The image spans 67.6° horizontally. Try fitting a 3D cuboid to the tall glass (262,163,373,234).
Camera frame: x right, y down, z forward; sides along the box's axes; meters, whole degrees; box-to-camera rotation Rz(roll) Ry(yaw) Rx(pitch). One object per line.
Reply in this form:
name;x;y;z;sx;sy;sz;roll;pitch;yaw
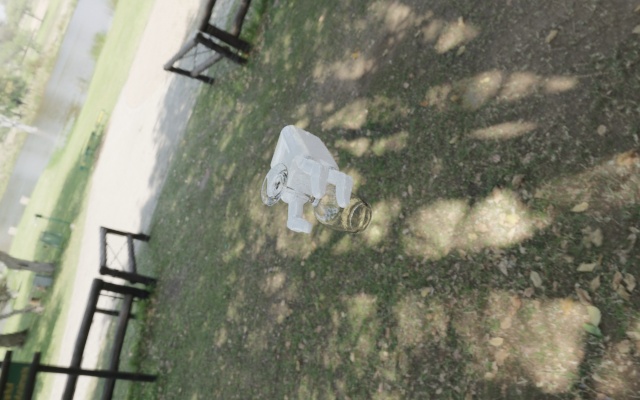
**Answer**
tall glass;0.000;0.003;0.840;0.201;0.079;0.079;22;-13;-34
